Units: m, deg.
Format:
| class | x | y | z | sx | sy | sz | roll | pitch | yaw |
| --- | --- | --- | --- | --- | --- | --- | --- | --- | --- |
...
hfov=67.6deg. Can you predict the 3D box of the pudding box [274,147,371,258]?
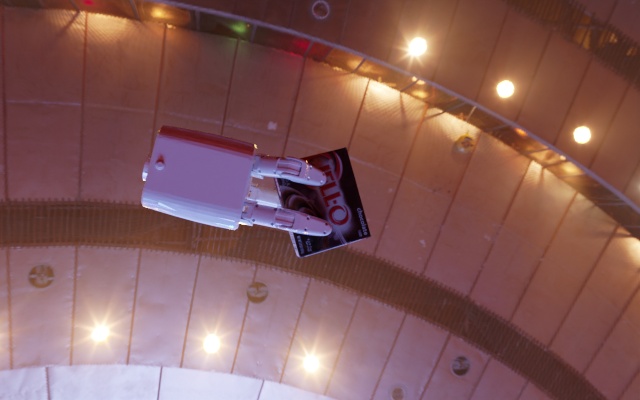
| class | x | y | z | sx | sy | sz | roll | pitch | yaw |
| --- | --- | --- | --- | --- | --- | --- | --- | --- | --- |
| pudding box | 0.000 | 0.002 | 0.565 | 0.090 | 0.113 | 0.039 | -15 | 1 | -13 |
